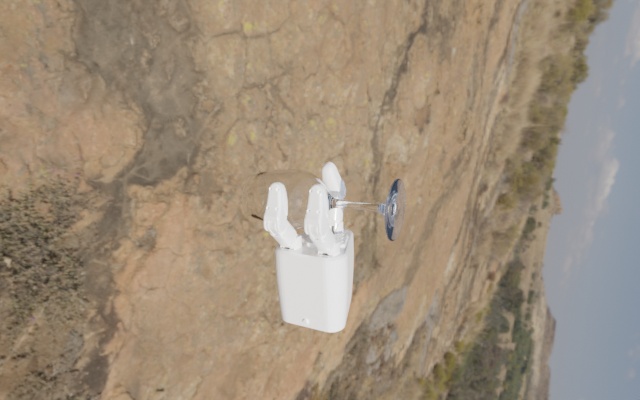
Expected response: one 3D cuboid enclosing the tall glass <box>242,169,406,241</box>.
[{"bbox_3d":[0.001,0.002,0.603,0.201,0.079,0.079,6,3,26],"label":"tall glass"}]
